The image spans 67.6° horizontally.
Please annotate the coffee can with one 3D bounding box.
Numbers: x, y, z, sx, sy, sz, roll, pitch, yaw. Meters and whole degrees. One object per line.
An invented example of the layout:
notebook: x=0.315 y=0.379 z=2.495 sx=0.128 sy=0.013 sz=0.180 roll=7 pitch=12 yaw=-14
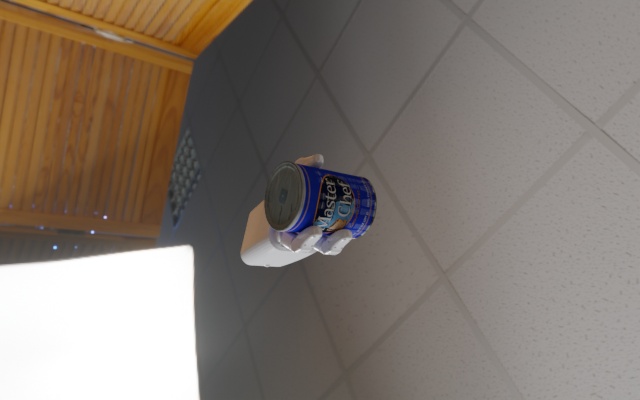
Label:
coffee can: x=0.000 y=0.002 z=0.729 sx=0.140 sy=0.103 sz=0.103 roll=9 pitch=-5 yaw=-36
